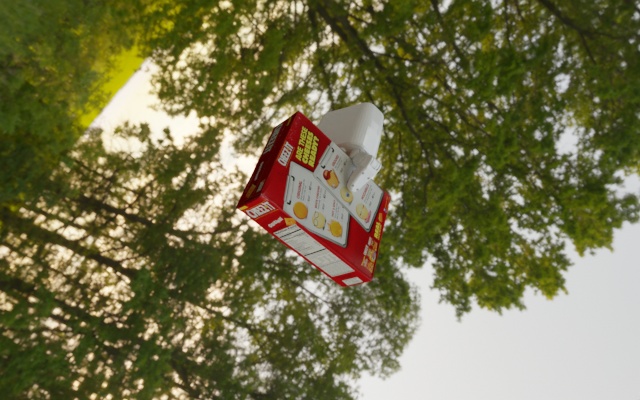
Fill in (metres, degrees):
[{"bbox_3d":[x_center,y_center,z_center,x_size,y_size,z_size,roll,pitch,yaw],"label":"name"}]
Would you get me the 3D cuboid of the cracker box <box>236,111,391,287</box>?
[{"bbox_3d":[0.000,0.002,0.701,0.214,0.164,0.072,40,-42,-25],"label":"cracker box"}]
